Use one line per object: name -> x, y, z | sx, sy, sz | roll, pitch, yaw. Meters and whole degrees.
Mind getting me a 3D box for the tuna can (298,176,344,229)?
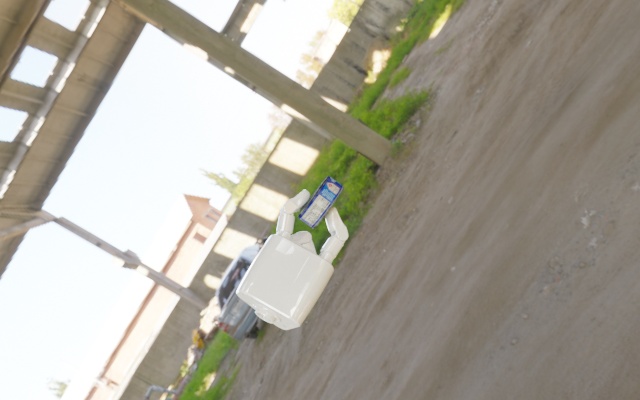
tuna can -> 0.000, 0.002, 0.775 | 0.034, 0.086, 0.086 | 37, -2, -3
